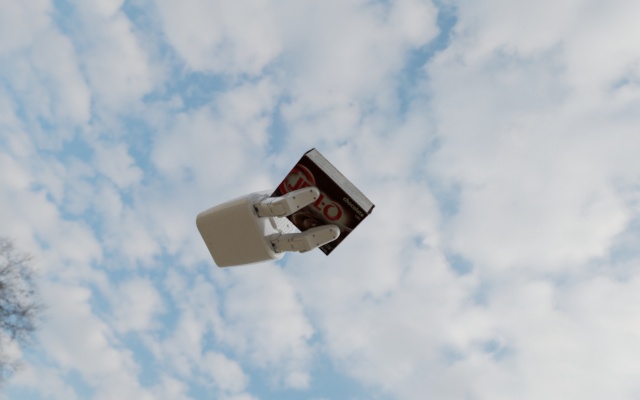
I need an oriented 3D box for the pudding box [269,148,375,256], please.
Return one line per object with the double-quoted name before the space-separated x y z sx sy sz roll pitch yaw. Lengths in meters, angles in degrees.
"pudding box" 0.000 0.002 0.620 0.090 0.113 0.039 -48 -1 33
